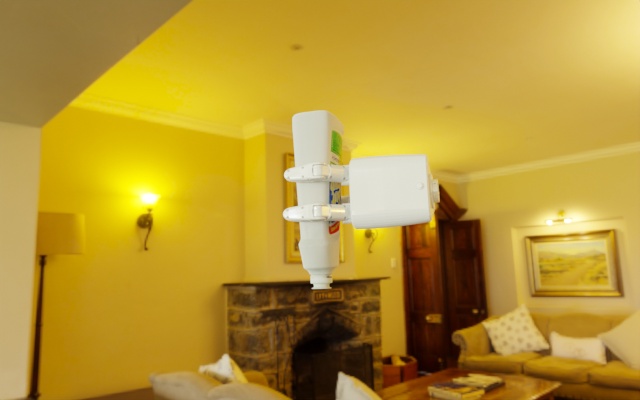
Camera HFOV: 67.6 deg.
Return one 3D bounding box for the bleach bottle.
[{"bbox_3d":[0.000,0.002,0.704,0.068,0.250,0.102,-4,-9,16],"label":"bleach bottle"}]
